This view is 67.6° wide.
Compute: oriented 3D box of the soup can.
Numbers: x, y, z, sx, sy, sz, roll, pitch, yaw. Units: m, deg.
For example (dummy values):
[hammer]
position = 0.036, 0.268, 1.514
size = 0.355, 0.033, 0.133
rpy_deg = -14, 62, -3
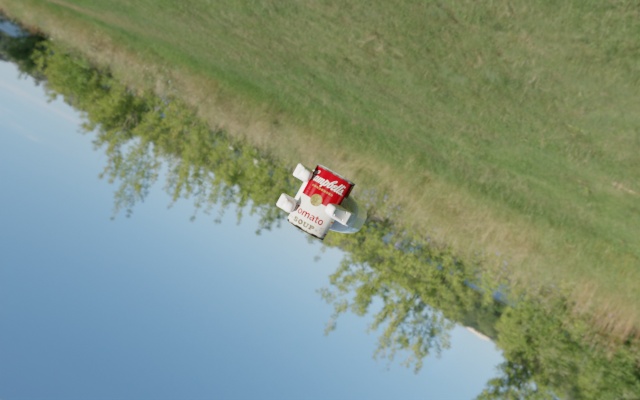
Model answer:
[soup can]
position = 0.000, 0.003, 0.748
size = 0.068, 0.102, 0.068
rpy_deg = 29, 2, -1
